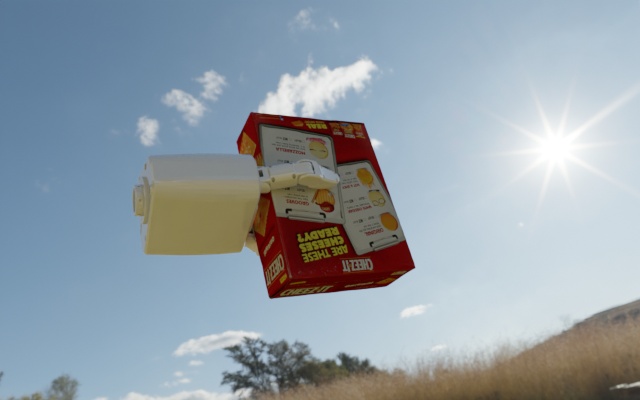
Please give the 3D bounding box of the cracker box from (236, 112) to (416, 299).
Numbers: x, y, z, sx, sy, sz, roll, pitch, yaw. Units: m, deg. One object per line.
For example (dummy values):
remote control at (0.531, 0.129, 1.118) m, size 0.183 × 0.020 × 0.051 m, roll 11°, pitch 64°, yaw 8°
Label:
cracker box at (0.000, 0.002, 0.577) m, size 0.164 × 0.213 × 0.072 m, roll 0°, pitch -30°, yaw -29°
